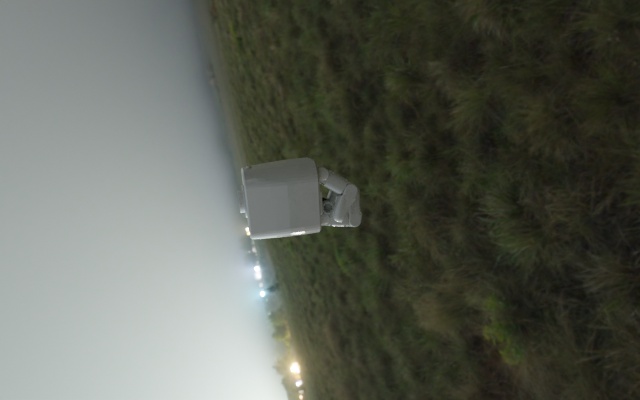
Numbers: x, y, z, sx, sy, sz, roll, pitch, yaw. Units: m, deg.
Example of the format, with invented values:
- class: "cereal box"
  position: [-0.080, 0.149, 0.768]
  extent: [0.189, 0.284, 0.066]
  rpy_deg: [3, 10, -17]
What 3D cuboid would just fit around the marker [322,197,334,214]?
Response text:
- class: "marker"
  position: [0.000, 0.002, 0.752]
  extent: [0.020, 0.020, 0.121]
  rpy_deg: [0, 8, -11]
